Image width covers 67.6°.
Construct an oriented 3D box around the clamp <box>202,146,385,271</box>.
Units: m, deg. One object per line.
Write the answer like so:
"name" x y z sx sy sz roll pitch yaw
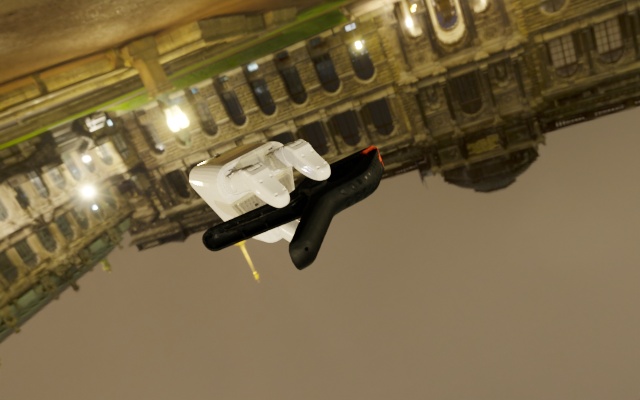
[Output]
"clamp" 0.001 0.002 0.480 0.210 0.036 0.164 -32 23 -28
